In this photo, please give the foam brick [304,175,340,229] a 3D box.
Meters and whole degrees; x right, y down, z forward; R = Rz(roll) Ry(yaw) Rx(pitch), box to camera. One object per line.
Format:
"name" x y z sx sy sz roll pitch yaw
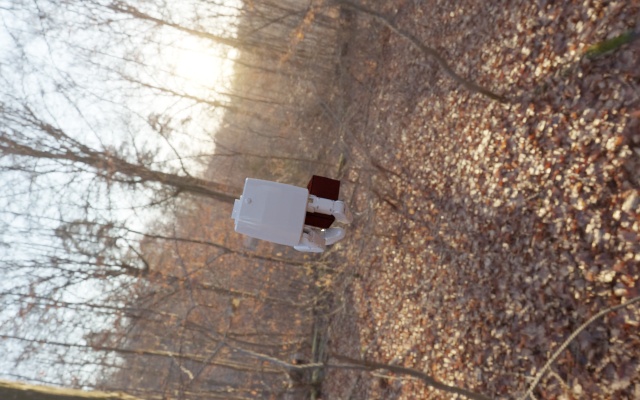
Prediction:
"foam brick" 0.000 0.003 0.837 0.051 0.078 0.053 13 -23 -8
